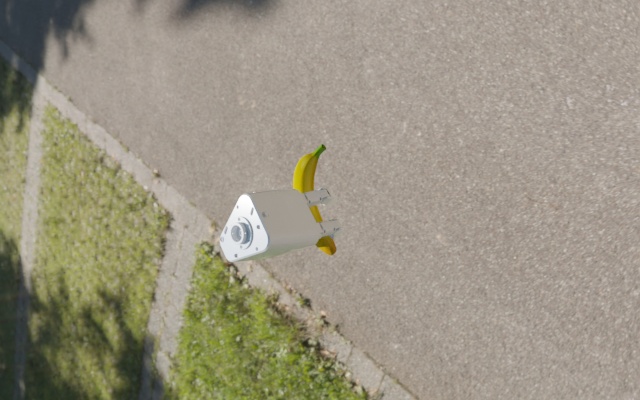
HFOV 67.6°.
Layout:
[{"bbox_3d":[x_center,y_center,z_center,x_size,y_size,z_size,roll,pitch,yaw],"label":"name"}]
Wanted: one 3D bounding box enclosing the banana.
[{"bbox_3d":[-0.015,0.002,0.851,0.069,0.198,0.037,-11,-6,38],"label":"banana"}]
